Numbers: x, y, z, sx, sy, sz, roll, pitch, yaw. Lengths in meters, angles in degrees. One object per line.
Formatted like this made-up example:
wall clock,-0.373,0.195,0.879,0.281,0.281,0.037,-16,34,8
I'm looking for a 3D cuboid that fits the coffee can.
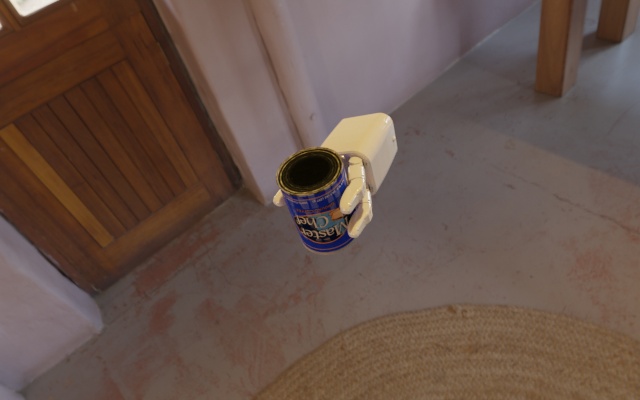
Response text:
coffee can,0.000,0.003,0.746,0.103,0.102,0.140,0,-43,19
